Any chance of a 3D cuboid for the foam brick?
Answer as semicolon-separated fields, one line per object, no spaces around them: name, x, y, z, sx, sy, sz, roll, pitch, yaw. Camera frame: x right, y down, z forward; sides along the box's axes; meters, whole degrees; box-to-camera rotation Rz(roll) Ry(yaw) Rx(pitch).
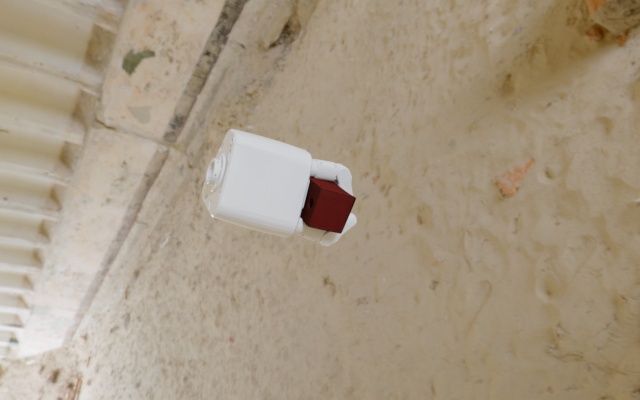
foam brick;0.000;0.002;0.625;0.051;0.053;0.078;14;13;-28
